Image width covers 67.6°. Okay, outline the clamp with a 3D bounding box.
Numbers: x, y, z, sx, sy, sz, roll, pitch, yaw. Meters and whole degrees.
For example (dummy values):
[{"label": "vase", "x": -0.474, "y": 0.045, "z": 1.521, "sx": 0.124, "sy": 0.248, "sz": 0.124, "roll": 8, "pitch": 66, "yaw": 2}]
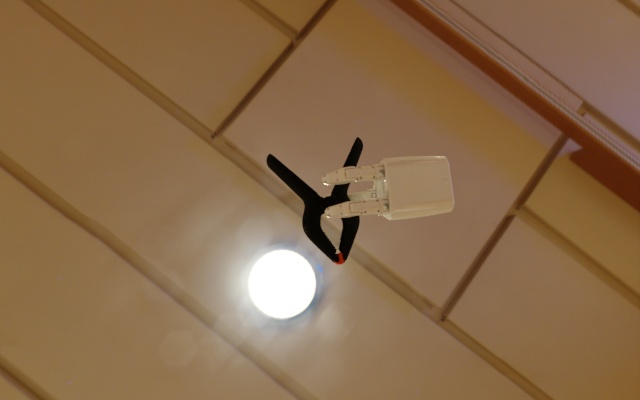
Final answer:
[{"label": "clamp", "x": 0.000, "y": 0.003, "z": 0.787, "sx": 0.164, "sy": 0.210, "sz": 0.036, "roll": -5, "pitch": -9, "yaw": -6}]
